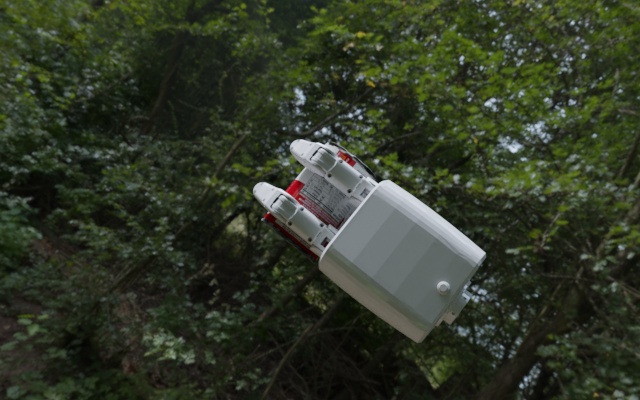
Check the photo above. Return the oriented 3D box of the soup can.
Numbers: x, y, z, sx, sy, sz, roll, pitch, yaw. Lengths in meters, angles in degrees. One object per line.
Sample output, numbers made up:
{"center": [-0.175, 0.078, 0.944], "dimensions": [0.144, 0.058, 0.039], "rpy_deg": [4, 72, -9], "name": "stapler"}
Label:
{"center": [0.000, 0.001, 0.470], "dimensions": [0.068, 0.102, 0.068], "rpy_deg": [39, -6, 5], "name": "soup can"}
